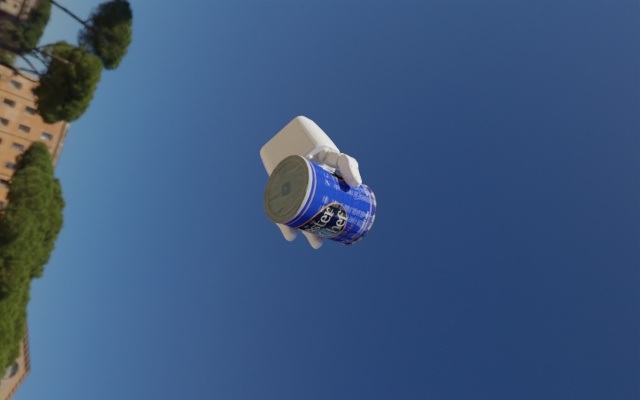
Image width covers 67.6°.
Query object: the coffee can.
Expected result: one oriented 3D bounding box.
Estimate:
[{"bbox_3d":[0.000,0.002,0.724,0.140,0.103,0.103,21,-14,-38],"label":"coffee can"}]
